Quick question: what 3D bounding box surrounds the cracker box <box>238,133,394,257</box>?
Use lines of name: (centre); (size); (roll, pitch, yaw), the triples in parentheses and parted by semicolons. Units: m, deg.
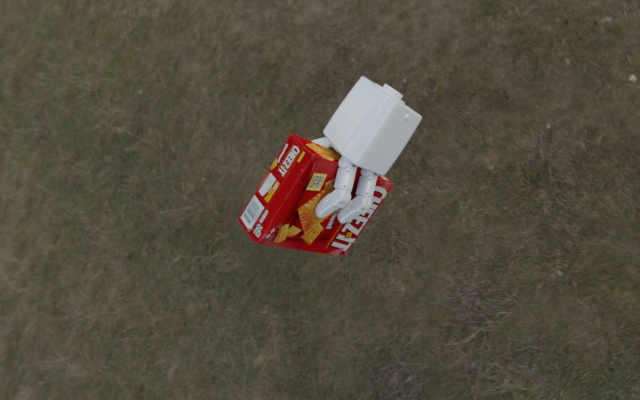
cracker box: (0.000, 0.002, 0.768); (0.214, 0.164, 0.072); (15, 25, -47)
